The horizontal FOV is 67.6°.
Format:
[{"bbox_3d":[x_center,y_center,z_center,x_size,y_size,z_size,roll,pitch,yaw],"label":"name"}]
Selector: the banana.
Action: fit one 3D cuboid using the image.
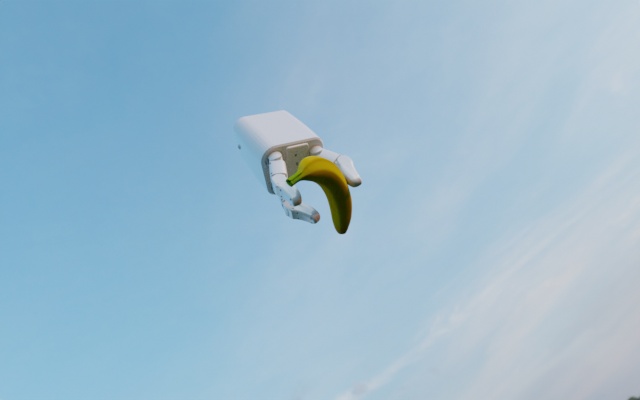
[{"bbox_3d":[0.011,-0.013,0.700,0.037,0.069,0.198,37,-5,36],"label":"banana"}]
